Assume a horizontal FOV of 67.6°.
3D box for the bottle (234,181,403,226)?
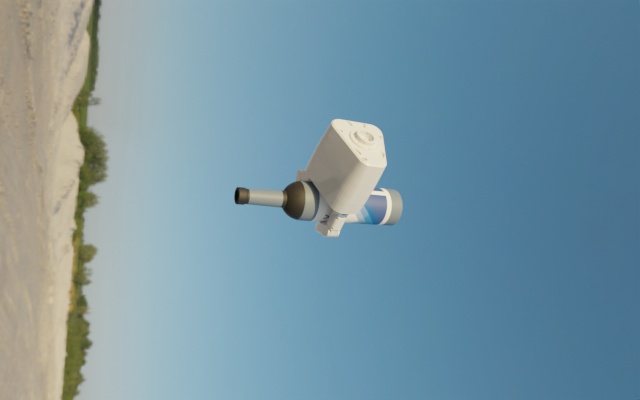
[{"bbox_3d":[0.000,0.003,0.811,0.296,0.069,0.069,4,-2,-27],"label":"bottle"}]
